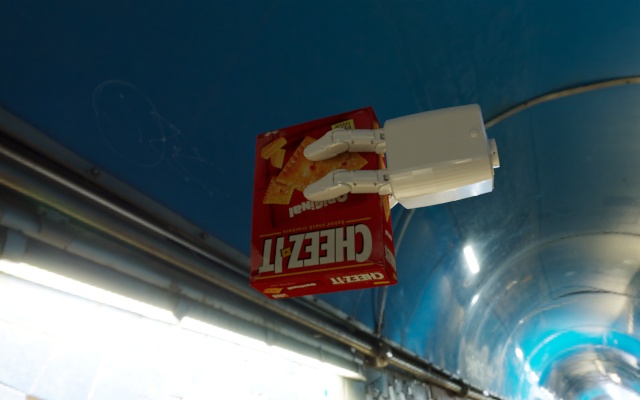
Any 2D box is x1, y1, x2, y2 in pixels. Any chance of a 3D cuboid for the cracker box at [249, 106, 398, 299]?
[{"bbox_3d":[0.000,0.002,0.591,0.164,0.213,0.072,-10,-29,18],"label":"cracker box"}]
